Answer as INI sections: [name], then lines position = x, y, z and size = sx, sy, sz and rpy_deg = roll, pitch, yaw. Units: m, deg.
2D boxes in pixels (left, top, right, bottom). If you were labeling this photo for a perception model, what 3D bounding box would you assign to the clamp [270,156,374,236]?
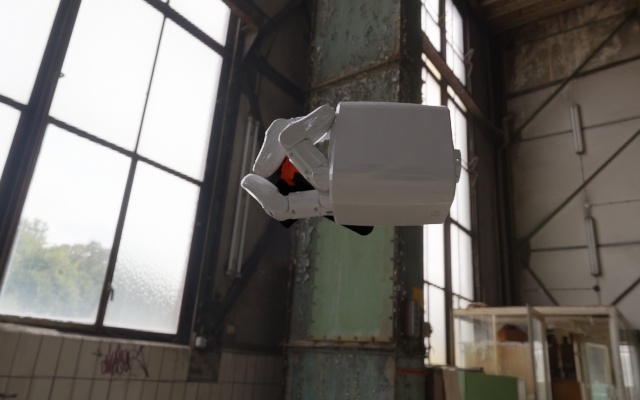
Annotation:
[clamp]
position = 0.000, 0.001, 0.534
size = 0.120, 0.039, 0.171
rpy_deg = 2, -20, 7
